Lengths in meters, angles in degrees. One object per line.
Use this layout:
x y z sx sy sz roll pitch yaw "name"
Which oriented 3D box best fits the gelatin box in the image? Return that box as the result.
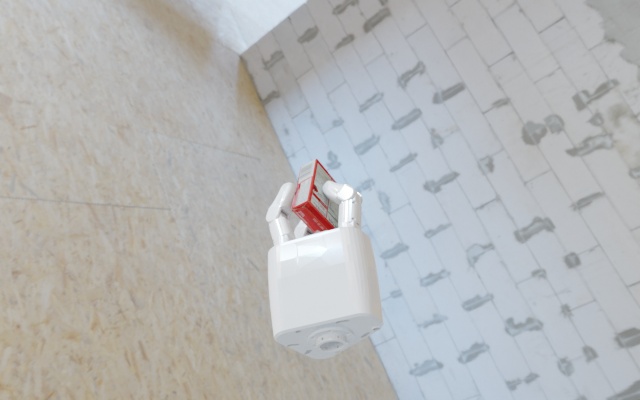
0.000 0.002 0.612 0.030 0.089 0.073 -25 -56 27 "gelatin box"
